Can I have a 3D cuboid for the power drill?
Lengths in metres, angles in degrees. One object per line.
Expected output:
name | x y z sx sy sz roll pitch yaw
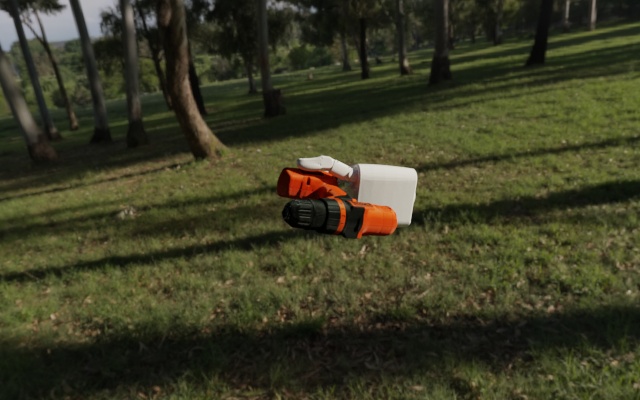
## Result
power drill | 0.000 0.002 0.740 0.184 0.057 0.187 8 17 -30
